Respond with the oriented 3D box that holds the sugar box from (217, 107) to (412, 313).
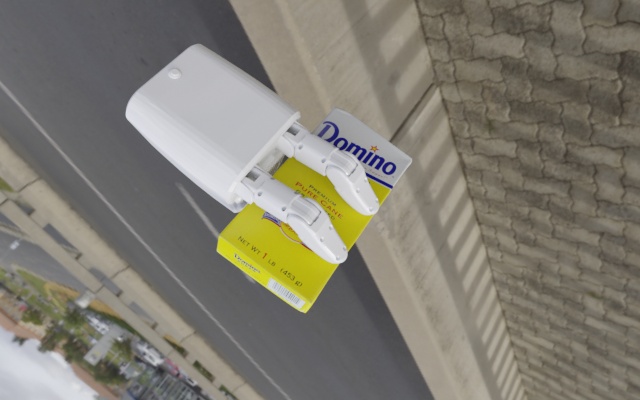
[{"bbox_3d":[0.000,0.001,0.426,0.093,0.176,0.048,36,-27,3],"label":"sugar box"}]
